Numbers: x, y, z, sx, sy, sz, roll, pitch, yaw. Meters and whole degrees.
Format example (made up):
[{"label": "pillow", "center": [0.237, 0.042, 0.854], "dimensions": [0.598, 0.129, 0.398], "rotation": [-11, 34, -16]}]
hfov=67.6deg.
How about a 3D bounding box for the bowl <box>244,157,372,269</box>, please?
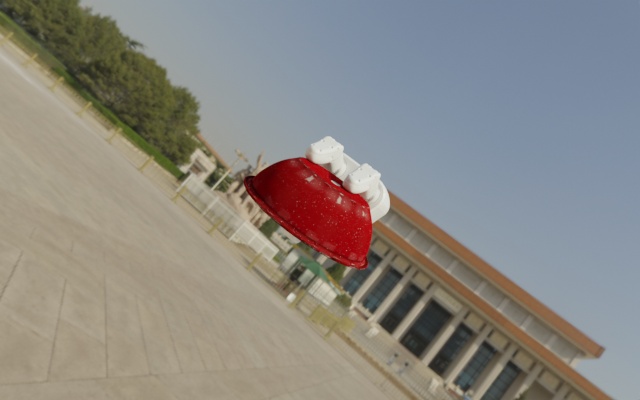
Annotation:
[{"label": "bowl", "center": [0.000, 0.001, 0.509], "dimensions": [0.162, 0.055, 0.162], "rotation": [34, 11, -7]}]
